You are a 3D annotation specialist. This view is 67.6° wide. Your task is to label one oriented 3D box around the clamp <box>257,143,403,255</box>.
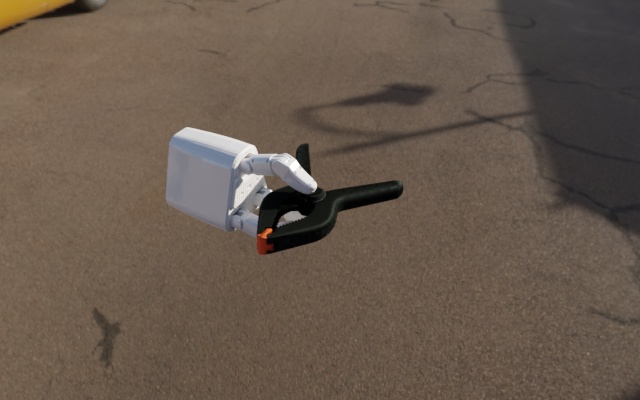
[{"bbox_3d":[0.000,0.002,0.593,0.164,0.036,0.210,19,40,19],"label":"clamp"}]
